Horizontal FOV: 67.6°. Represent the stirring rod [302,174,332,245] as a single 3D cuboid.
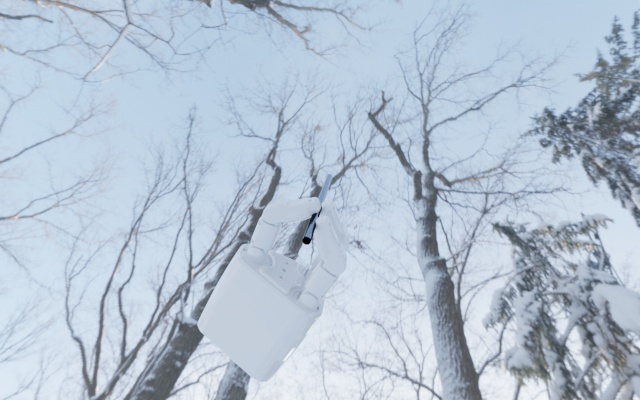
[{"bbox_3d":[0.000,0.002,0.541,0.011,0.011,0.239,0,17,6],"label":"stirring rod"}]
